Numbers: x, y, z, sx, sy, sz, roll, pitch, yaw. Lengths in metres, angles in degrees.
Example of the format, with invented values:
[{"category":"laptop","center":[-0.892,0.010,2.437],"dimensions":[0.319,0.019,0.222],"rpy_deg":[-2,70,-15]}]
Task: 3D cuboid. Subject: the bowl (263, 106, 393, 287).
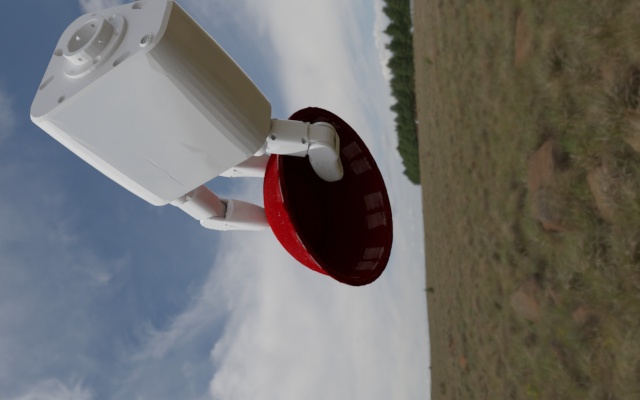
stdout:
[{"category":"bowl","center":[0.001,0.002,0.430],"dimensions":[0.055,0.162,0.162],"rpy_deg":[-21,-13,35]}]
